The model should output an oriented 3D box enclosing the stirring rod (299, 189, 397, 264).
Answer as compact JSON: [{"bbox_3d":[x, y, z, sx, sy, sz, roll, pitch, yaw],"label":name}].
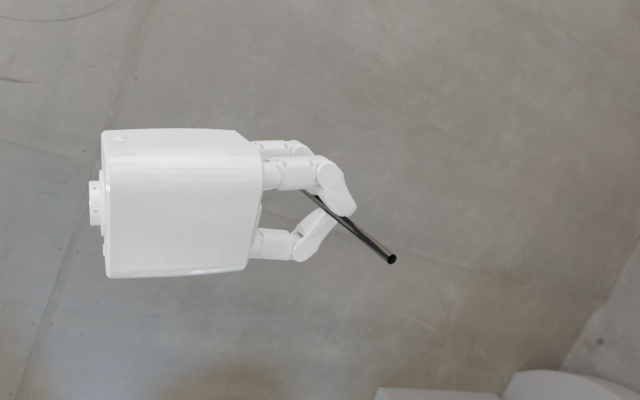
[{"bbox_3d":[0.000,0.001,0.440,0.011,0.011,0.239,0,20,-27],"label":"stirring rod"}]
